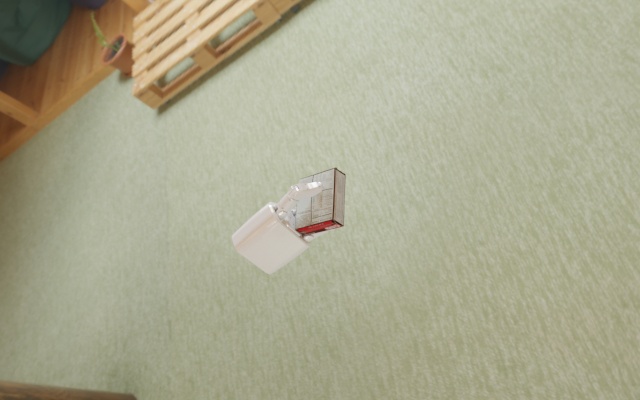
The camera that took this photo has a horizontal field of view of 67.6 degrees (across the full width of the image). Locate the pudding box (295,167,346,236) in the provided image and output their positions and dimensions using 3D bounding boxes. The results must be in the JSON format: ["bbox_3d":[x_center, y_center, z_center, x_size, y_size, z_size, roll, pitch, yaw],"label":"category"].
[{"bbox_3d":[0.000,0.003,0.893,0.090,0.113,0.039,-15,-31,32],"label":"pudding box"}]
